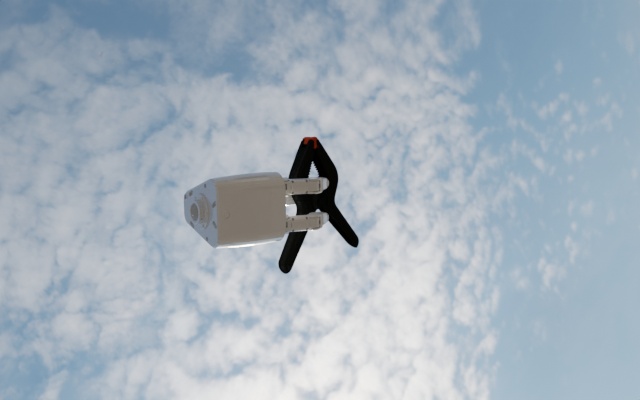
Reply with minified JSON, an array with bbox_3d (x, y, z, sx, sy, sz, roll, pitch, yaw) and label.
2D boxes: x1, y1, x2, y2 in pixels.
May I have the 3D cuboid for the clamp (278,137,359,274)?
[{"bbox_3d":[-0.001,0.002,0.774,0.164,0.210,0.036,-7,10,-41],"label":"clamp"}]
